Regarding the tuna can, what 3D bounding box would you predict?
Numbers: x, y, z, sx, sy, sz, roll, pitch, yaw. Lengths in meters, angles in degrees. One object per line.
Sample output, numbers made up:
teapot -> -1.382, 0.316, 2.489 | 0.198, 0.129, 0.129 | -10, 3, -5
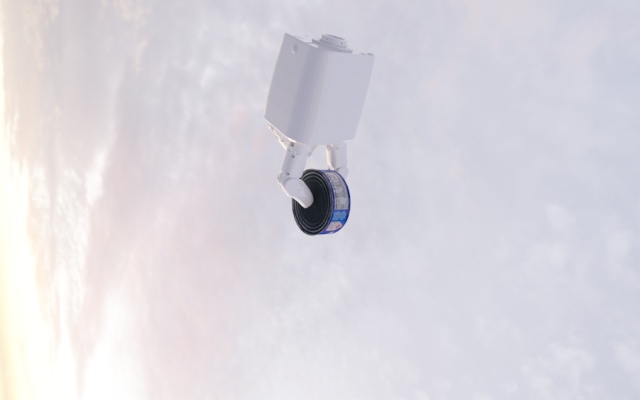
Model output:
tuna can -> 0.001, 0.002, 0.616 | 0.034, 0.086, 0.086 | -1, 0, -38
